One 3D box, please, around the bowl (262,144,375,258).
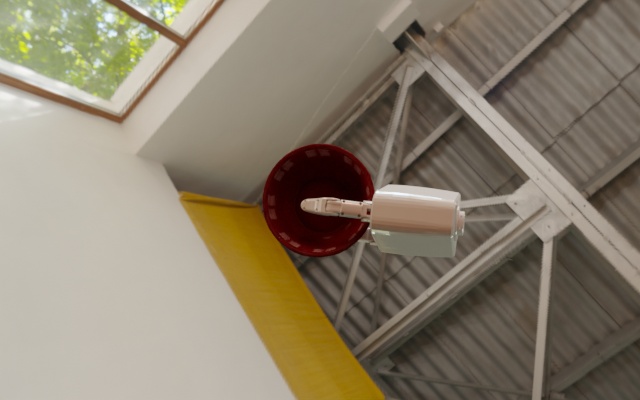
[{"bbox_3d":[-0.001,0.002,0.695,0.162,0.162,0.055,0,-7,9],"label":"bowl"}]
